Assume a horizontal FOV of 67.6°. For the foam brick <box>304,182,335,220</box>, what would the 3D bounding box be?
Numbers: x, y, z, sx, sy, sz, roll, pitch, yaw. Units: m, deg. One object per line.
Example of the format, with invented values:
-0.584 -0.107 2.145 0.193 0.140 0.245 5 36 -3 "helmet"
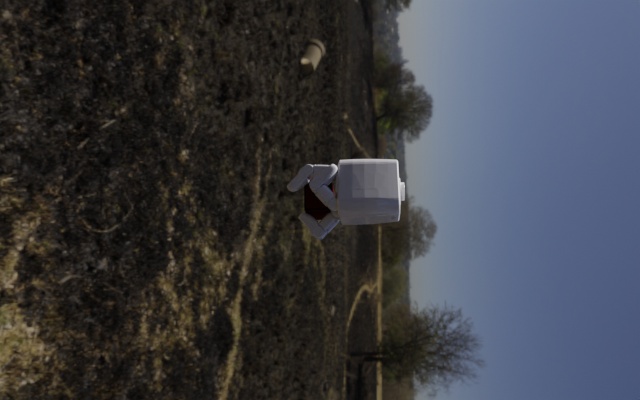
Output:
0.000 0.003 0.898 0.051 0.053 0.078 -3 -15 7 "foam brick"
